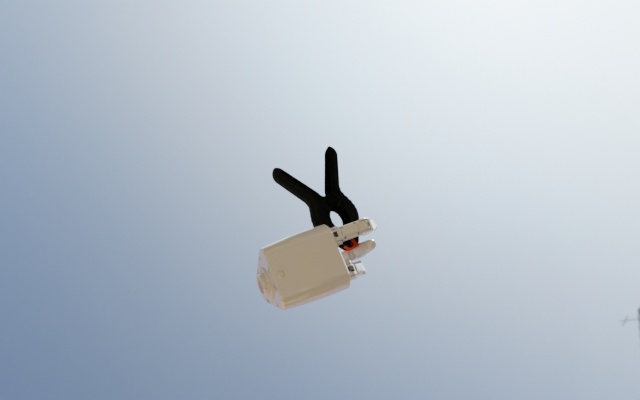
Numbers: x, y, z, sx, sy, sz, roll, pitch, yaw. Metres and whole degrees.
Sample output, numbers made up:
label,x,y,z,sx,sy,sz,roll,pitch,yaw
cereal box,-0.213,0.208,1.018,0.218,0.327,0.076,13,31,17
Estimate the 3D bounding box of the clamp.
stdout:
label,x,y,z,sx,sy,sz,roll,pitch,yaw
clamp,0.000,0.003,0.743,0.120,0.171,0.039,-17,-14,-23
